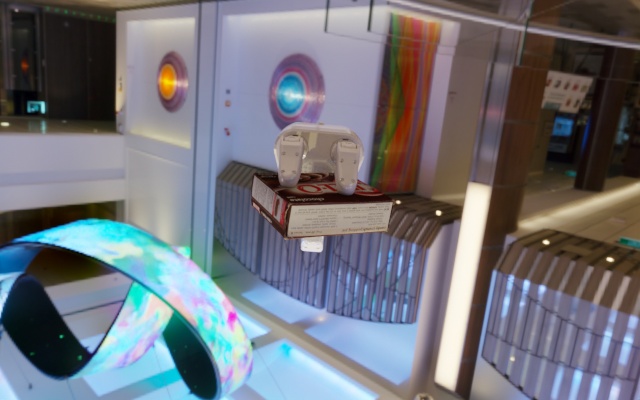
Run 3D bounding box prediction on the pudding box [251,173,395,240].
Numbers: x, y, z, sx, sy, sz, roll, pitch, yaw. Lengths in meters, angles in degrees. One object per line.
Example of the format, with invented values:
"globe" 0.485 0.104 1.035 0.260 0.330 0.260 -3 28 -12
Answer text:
"pudding box" 0.000 0.002 0.463 0.113 0.039 0.090 -4 20 -28
